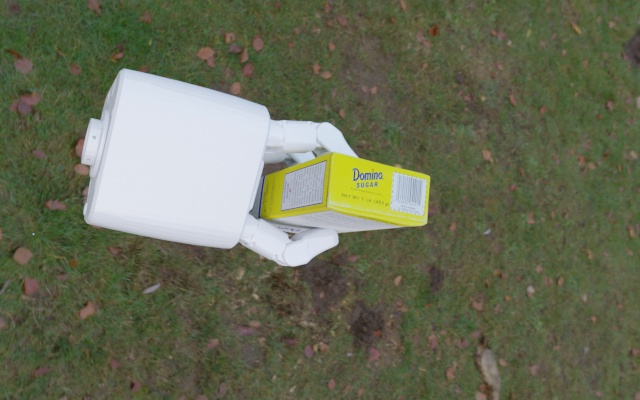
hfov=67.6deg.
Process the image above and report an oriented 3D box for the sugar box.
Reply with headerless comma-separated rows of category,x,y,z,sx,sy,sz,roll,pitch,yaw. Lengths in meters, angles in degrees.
sugar box,0.000,0.001,0.415,0.093,0.048,0.176,12,-9,-30
